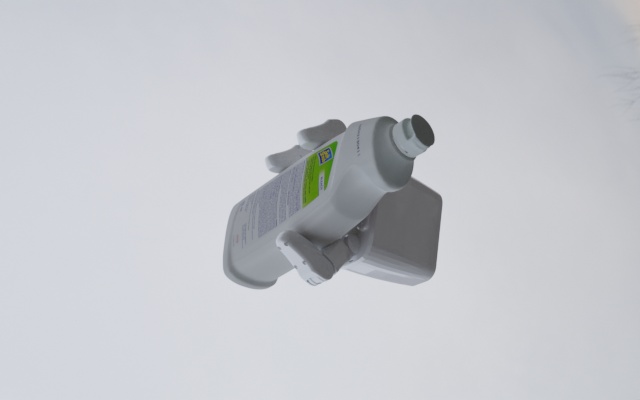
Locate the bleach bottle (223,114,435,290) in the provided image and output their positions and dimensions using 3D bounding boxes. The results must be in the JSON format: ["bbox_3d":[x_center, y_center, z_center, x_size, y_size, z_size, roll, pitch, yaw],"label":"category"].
[{"bbox_3d":[0.000,0.001,0.449,0.068,0.102,0.251,23,-37,-33],"label":"bleach bottle"}]
